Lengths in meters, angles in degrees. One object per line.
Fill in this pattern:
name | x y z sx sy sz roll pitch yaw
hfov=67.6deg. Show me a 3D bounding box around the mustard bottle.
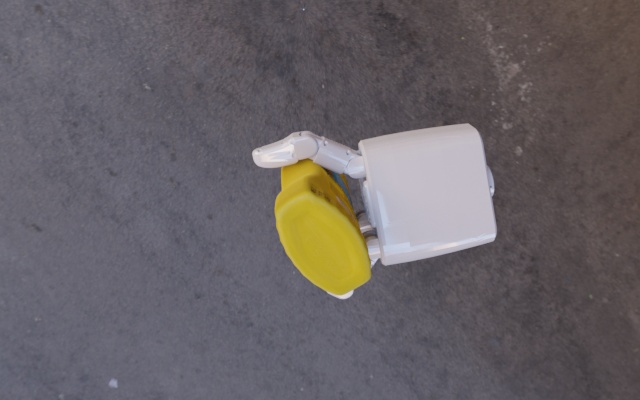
mustard bottle | 0.000 0.002 0.452 0.058 0.096 0.191 -34 19 11
